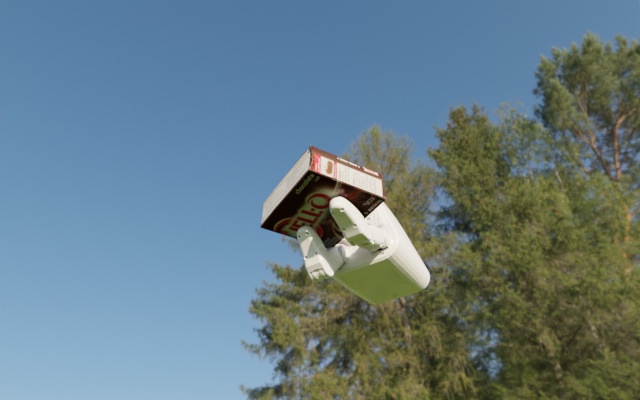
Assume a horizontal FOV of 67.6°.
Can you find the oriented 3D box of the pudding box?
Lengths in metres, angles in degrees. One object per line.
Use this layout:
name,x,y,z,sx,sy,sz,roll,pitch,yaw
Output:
pudding box,0.000,0.002,0.505,0.090,0.039,0.113,19,-44,-24
